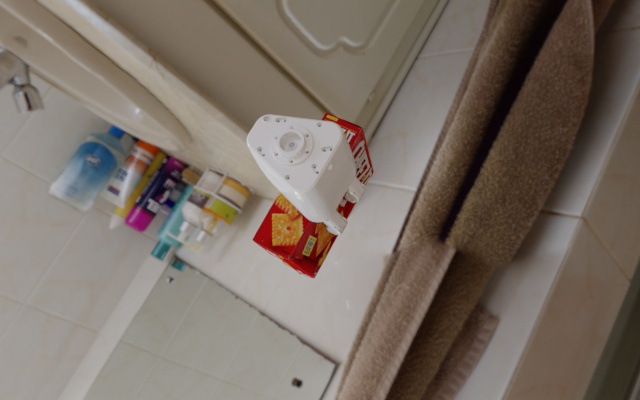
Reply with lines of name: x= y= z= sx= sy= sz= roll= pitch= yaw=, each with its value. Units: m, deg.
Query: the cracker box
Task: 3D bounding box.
cracker box: x=0.000 y=0.002 z=0.728 sx=0.072 sy=0.213 sz=0.164 roll=26 pitch=-12 yaw=19
